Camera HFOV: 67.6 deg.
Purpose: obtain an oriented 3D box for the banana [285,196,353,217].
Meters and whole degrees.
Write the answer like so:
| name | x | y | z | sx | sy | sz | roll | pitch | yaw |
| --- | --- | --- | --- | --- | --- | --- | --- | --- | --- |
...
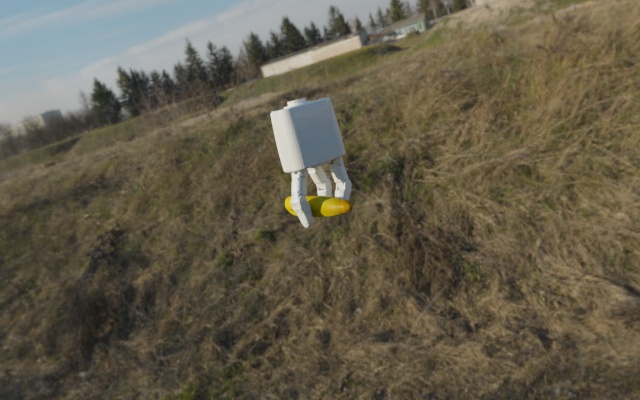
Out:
| name | x | y | z | sx | sy | sz | roll | pitch | yaw |
| --- | --- | --- | --- | --- | --- | --- | --- | --- | --- |
| banana | -0.018 | 0.007 | 0.877 | 0.069 | 0.037 | 0.198 | -15 | 10 | -25 |
